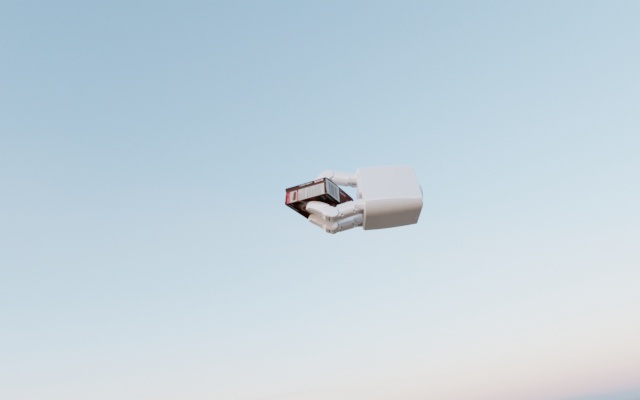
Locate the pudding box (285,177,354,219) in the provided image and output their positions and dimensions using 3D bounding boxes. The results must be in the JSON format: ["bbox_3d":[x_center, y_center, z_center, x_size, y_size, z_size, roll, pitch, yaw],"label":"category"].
[{"bbox_3d":[0.000,0.003,0.895,0.090,0.039,0.113,-16,-31,26],"label":"pudding box"}]
